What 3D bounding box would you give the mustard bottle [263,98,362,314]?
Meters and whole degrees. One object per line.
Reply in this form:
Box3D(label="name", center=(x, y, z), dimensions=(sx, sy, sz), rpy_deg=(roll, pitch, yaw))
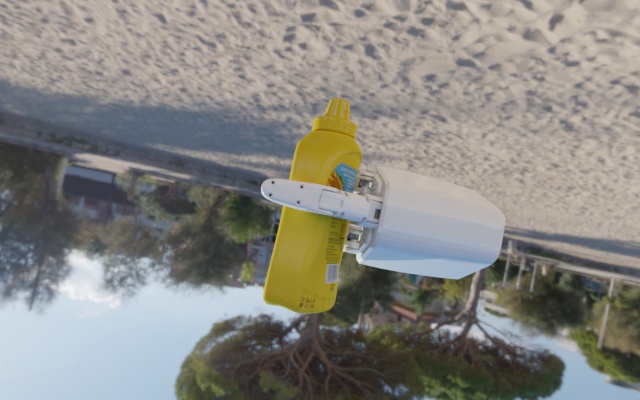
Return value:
Box3D(label="mustard bottle", center=(0.000, 0.002, 0.437), dimensions=(0.058, 0.191, 0.096), rpy_deg=(11, -3, 22))
